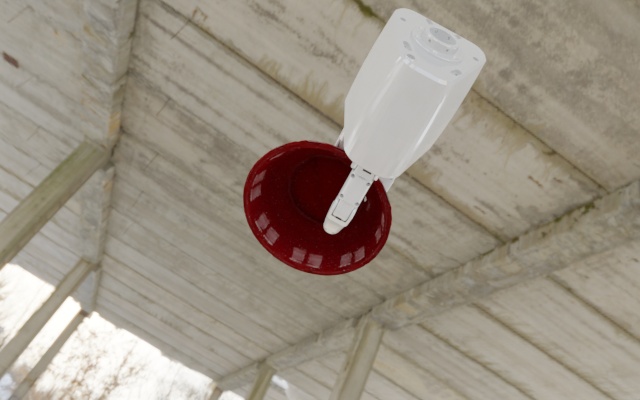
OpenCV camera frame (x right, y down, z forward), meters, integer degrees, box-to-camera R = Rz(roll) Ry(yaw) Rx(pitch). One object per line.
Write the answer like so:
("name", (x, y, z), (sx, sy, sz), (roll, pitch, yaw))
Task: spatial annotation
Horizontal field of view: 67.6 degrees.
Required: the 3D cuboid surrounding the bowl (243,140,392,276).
("bowl", (-0.001, 0.002, 0.525), (0.162, 0.162, 0.055), (0, 27, 16))
